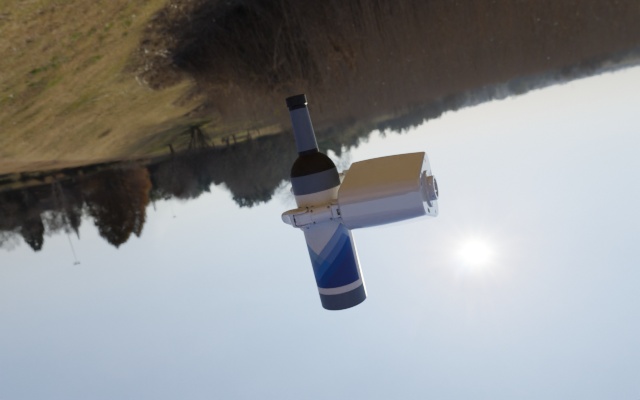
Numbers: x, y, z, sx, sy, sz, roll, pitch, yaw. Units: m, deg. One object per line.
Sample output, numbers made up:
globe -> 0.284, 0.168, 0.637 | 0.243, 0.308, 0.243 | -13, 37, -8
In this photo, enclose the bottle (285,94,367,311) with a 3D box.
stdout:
bottle -> 0.000, 0.002, 0.660 | 0.069, 0.296, 0.069 | -13, 9, 2
